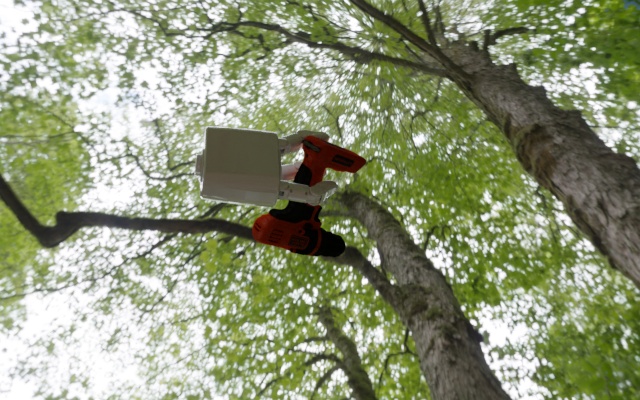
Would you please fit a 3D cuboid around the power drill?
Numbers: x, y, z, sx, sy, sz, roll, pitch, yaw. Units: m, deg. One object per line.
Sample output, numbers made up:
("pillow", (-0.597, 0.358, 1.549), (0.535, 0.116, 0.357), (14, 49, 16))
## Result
("power drill", (0.000, 0.002, 0.770), (0.184, 0.188, 0.057), (17, 12, -41))
